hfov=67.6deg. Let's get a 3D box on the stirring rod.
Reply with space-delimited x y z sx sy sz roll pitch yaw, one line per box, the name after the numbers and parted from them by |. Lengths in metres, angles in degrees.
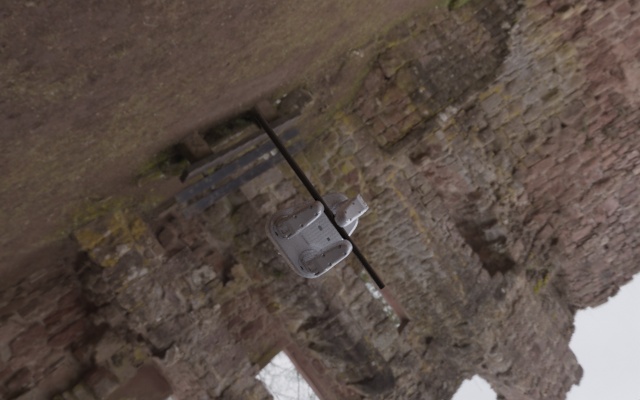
0.000 0.002 0.538 0.011 0.239 0.011 -36 3 2 | stirring rod
